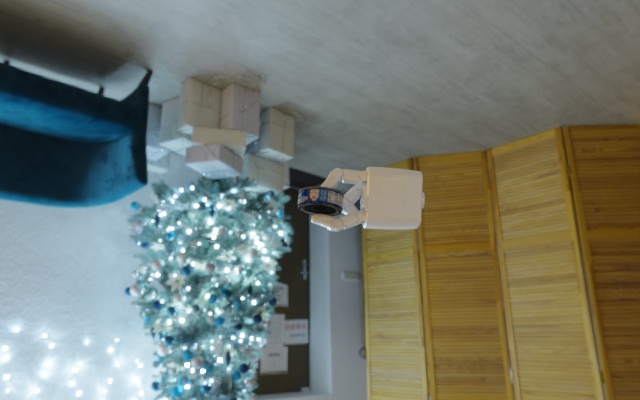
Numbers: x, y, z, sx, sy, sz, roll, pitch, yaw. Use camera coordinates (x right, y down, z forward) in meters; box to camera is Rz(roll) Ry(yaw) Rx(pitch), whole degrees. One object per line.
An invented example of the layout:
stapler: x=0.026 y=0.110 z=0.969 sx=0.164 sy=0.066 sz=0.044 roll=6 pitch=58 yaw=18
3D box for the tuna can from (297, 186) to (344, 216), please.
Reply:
tuna can: x=0.000 y=0.003 z=0.890 sx=0.086 sy=0.033 sz=0.086 roll=5 pitch=-17 yaw=1
